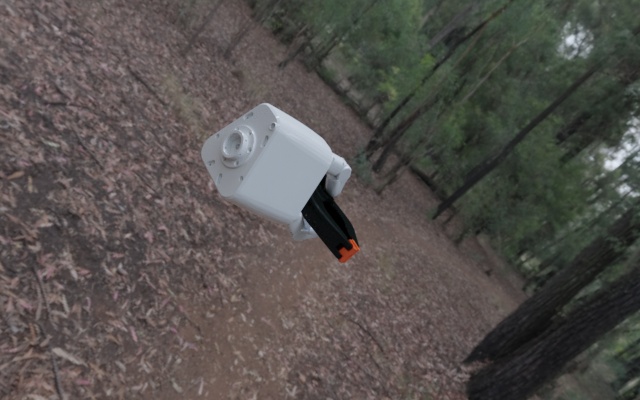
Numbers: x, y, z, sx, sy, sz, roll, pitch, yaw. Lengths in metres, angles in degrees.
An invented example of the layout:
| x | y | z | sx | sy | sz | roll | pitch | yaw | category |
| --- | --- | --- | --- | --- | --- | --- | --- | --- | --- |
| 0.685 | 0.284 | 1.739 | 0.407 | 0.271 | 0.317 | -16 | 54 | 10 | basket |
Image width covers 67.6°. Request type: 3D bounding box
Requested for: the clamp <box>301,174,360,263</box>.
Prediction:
| x | y | z | sx | sy | sz | roll | pitch | yaw | category |
| --- | --- | --- | --- | --- | --- | --- | --- | --- | --- |
| 0.001 | 0.002 | 0.665 | 0.036 | 0.210 | 0.164 | -44 | -34 | 15 | clamp |
